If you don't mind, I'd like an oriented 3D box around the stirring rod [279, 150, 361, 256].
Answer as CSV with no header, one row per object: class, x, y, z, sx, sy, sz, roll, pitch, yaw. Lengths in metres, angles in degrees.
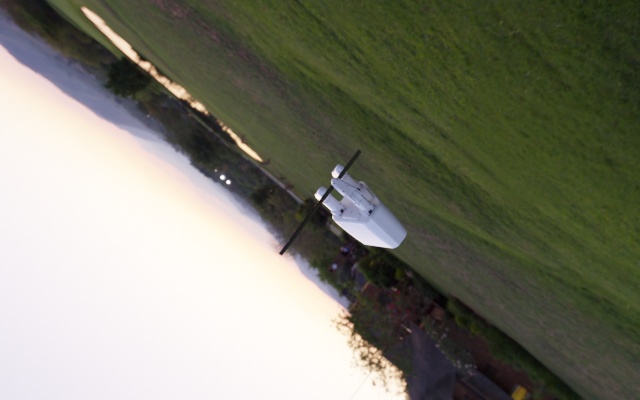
stirring rod,0.000,0.003,0.874,0.011,0.239,0.011,37,-6,5
